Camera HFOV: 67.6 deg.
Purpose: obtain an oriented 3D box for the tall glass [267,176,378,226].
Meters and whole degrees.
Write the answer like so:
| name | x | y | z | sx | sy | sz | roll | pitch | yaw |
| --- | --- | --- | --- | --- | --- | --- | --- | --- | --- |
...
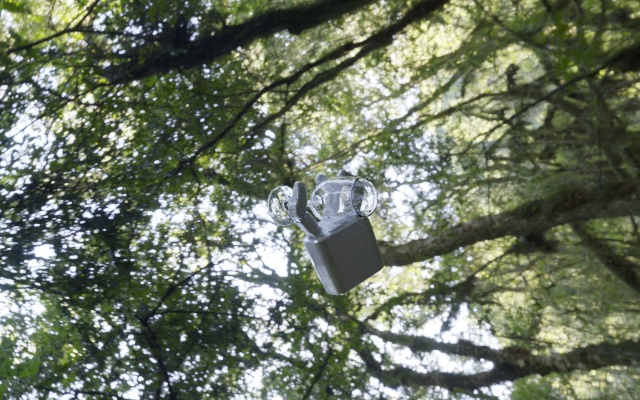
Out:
| name | x | y | z | sx | sy | sz | roll | pitch | yaw |
| --- | --- | --- | --- | --- | --- | --- | --- | --- | --- |
| tall glass | 0.000 | 0.003 | 0.798 | 0.079 | 0.079 | 0.201 | 0 | -5 | -43 |
